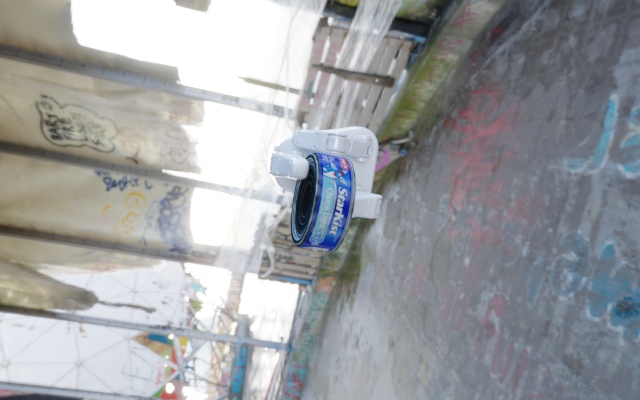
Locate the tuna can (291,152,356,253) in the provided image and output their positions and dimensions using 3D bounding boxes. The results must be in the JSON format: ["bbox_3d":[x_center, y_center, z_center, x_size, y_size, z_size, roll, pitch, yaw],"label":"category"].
[{"bbox_3d":[0.000,0.001,0.422,0.034,0.086,0.086,10,-3,-16],"label":"tuna can"}]
